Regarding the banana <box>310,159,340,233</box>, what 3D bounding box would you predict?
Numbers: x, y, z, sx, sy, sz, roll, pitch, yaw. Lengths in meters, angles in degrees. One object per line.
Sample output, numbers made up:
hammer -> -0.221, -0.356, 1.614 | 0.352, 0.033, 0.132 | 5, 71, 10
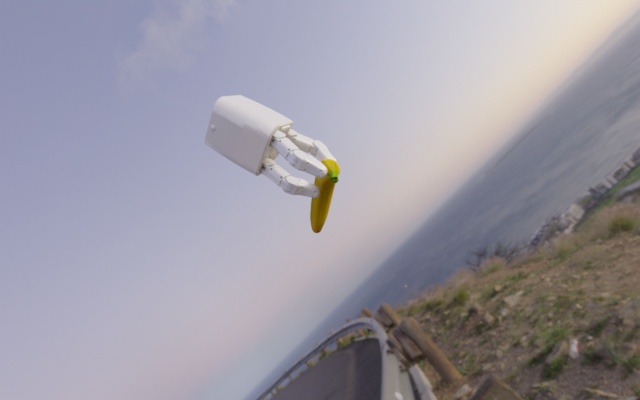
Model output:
banana -> 0.004, -0.015, 0.803 | 0.037, 0.069, 0.198 | 14, -29, 0
